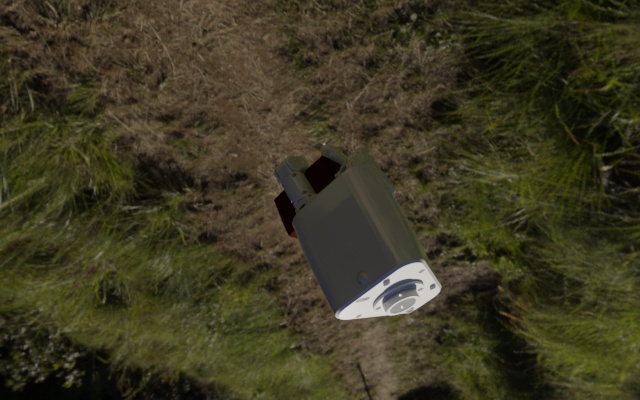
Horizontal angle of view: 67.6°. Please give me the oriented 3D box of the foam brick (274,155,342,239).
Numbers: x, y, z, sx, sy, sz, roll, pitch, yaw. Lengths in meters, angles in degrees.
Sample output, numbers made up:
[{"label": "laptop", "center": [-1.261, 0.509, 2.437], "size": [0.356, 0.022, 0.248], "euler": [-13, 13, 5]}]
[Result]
[{"label": "foam brick", "center": [0.000, 0.002, 0.501], "size": [0.078, 0.051, 0.053], "euler": [-41, -37, 23]}]
